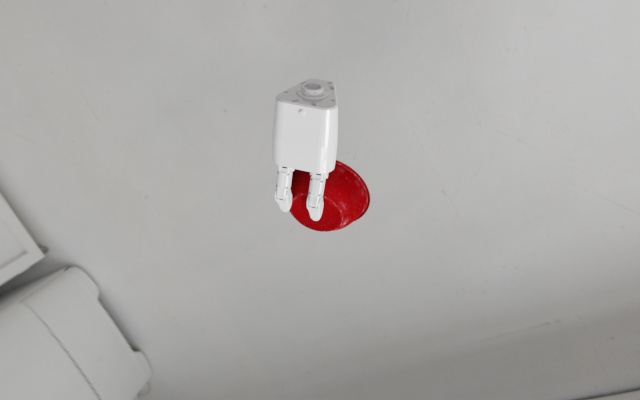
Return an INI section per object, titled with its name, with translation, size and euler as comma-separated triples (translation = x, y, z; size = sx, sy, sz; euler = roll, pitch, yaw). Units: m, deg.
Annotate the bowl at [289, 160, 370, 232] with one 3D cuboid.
[bowl]
translation = 0.000, 0.004, 0.812
size = 0.162, 0.162, 0.055
euler = 0, 44, 23
